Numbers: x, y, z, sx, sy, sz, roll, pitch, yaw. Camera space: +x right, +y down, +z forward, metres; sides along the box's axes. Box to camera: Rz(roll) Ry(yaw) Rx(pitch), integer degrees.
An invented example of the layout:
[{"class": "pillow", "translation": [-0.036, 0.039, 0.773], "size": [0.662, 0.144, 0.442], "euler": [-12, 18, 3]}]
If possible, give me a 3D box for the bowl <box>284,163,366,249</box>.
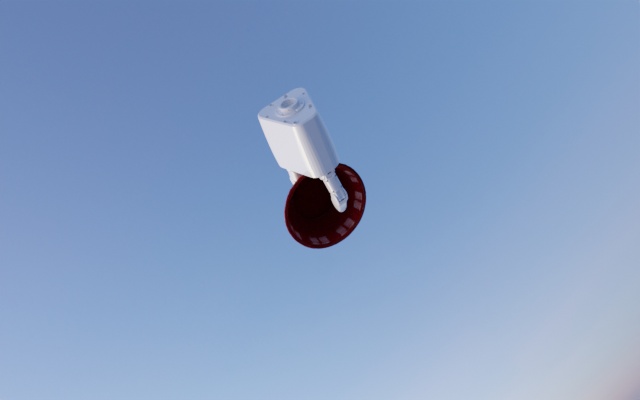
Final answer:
[{"class": "bowl", "translation": [0.000, 0.004, 0.858], "size": [0.162, 0.162, 0.055], "euler": [0, 19, -28]}]
